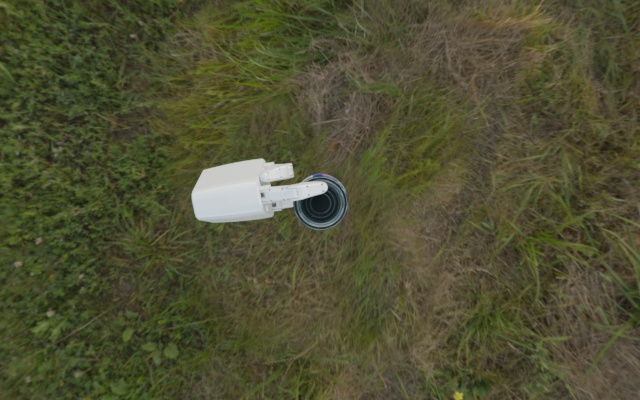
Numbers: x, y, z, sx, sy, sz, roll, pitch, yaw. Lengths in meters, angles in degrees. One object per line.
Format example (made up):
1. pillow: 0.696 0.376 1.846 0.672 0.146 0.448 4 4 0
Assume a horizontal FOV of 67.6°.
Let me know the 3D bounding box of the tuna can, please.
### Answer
1. tuna can: 0.000 0.002 0.742 0.086 0.086 0.033 0 8 0
